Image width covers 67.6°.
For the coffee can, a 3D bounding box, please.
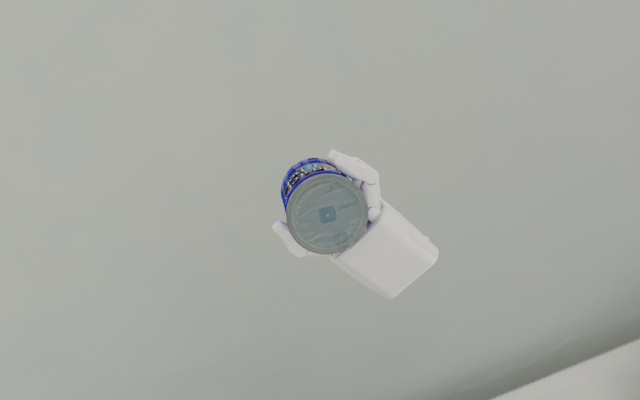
[{"bbox_3d":[0.000,0.002,0.654,0.103,0.103,0.140,0,14,-8],"label":"coffee can"}]
